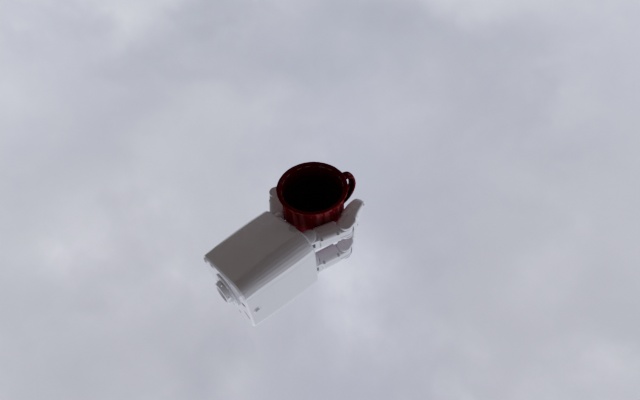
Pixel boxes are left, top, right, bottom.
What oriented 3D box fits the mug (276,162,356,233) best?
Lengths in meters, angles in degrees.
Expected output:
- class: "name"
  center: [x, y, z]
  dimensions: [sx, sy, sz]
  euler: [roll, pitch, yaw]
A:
- class: "mug"
  center: [0.001, 0.001, 0.651]
  dimensions: [0.117, 0.082, 0.093]
  euler: [-34, 56, -23]
